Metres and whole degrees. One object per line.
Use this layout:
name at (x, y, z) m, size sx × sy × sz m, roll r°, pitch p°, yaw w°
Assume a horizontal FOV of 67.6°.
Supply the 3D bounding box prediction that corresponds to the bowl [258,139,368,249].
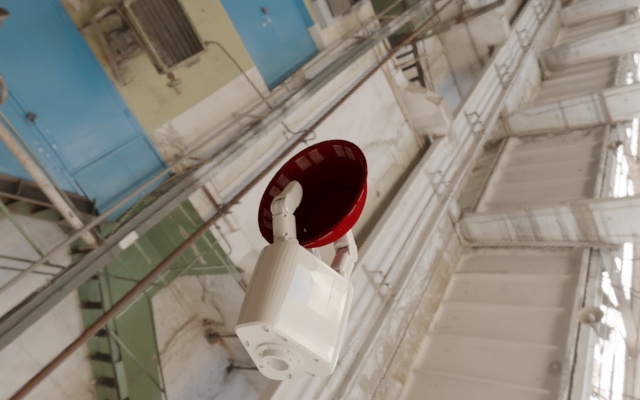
bowl at (0.001, 0.001, 0.604) m, size 0.162 × 0.162 × 0.055 m, roll 0°, pitch -32°, yaw 40°
